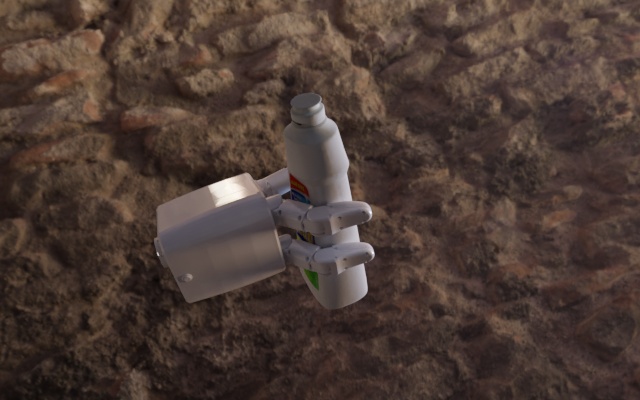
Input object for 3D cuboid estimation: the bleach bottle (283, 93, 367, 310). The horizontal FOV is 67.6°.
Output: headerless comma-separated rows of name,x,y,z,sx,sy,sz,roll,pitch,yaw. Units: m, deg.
bleach bottle,0.000,0.002,0.512,0.068,0.251,0.102,-20,40,-13
